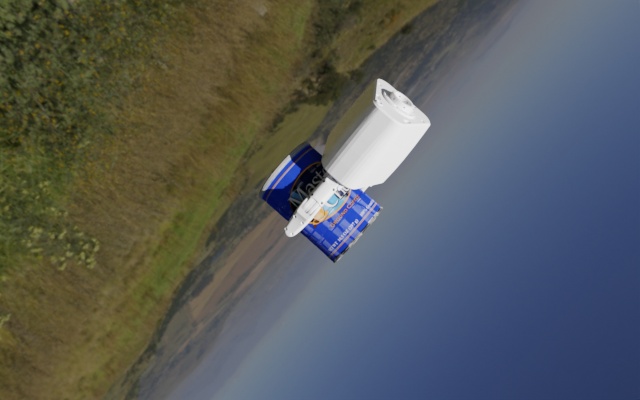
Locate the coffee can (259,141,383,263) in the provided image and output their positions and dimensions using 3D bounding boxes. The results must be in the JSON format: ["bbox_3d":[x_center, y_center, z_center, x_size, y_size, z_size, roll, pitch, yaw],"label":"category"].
[{"bbox_3d":[0.000,0.002,0.663,0.140,0.103,0.103,41,3,3],"label":"coffee can"}]
